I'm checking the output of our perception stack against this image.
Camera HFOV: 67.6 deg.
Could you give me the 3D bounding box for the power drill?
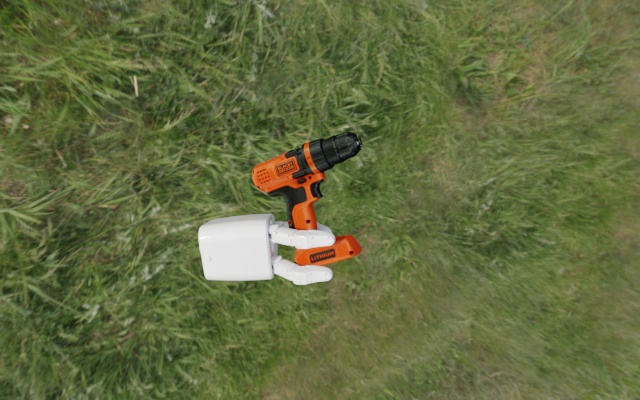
[{"bbox_3d":[0.000,0.003,0.741,0.184,0.187,0.057,-19,-2,21],"label":"power drill"}]
